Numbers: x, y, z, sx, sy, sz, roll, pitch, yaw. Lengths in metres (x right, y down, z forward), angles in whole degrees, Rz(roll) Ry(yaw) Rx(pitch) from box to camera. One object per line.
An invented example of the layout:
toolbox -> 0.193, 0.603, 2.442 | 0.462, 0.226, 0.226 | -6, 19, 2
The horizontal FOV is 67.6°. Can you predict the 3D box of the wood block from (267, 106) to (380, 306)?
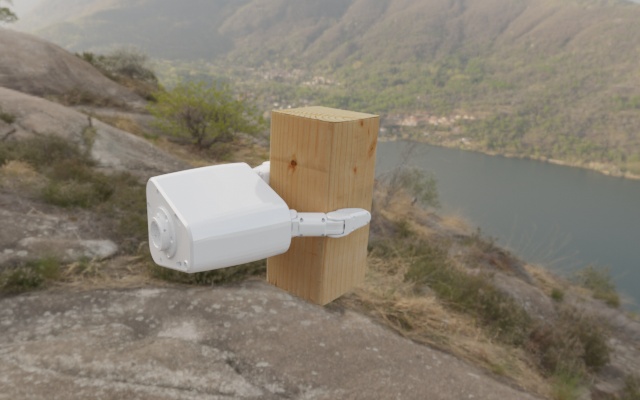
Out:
wood block -> 0.000, 0.002, 0.556 | 0.091, 0.206, 0.090 | 17, 22, 35
